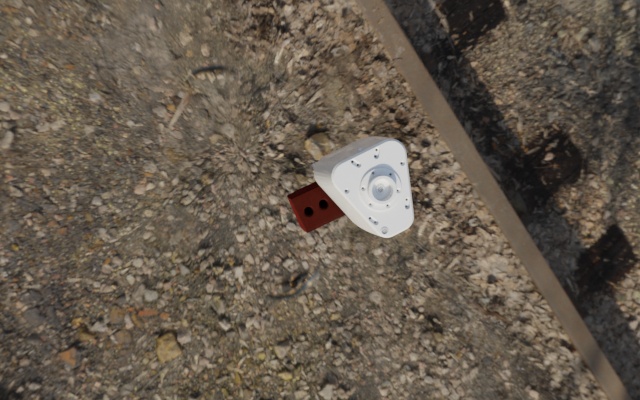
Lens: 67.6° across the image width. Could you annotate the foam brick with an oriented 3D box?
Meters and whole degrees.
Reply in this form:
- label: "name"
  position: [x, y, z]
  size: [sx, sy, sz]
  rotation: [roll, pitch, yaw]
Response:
- label: "foam brick"
  position: [0.000, 0.002, 0.657]
  size: [0.078, 0.053, 0.051]
  rotation: [-26, 11, -6]
